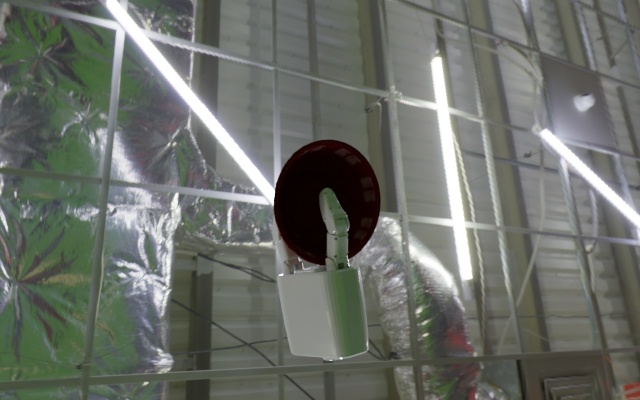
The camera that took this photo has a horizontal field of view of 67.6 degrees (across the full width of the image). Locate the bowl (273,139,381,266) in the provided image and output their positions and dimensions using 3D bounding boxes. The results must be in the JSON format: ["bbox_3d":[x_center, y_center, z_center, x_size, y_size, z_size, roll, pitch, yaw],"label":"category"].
[{"bbox_3d":[0.000,0.001,0.632,0.162,0.162,0.055,0,2,-31],"label":"bowl"}]
